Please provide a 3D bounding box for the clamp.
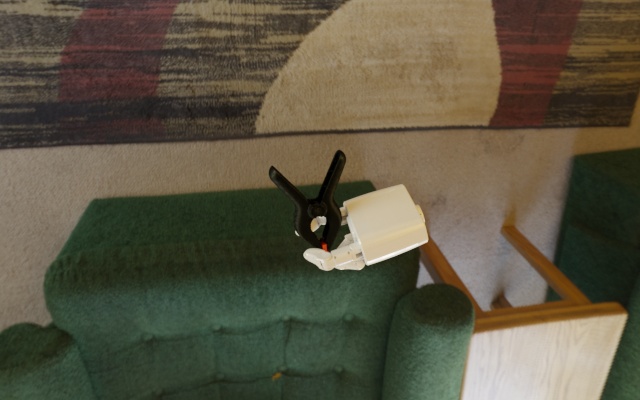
[{"bbox_3d":[0.000,0.003,0.756,0.120,0.171,0.039,-19,28,0],"label":"clamp"}]
